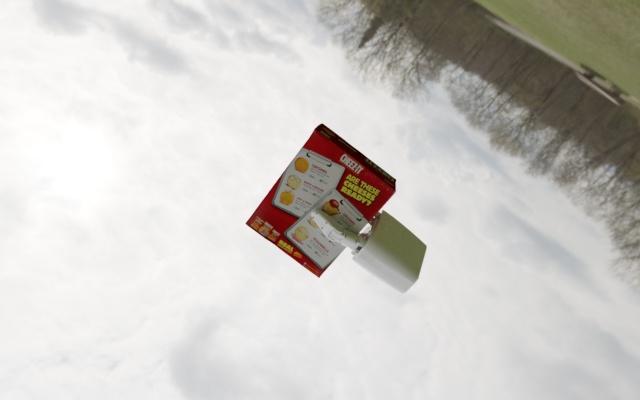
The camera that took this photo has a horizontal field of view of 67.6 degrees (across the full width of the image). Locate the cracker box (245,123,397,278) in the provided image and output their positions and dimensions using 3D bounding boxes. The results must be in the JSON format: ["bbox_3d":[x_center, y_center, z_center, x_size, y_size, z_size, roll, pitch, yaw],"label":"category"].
[{"bbox_3d":[0.000,0.003,0.814,0.164,0.214,0.072,37,23,-5],"label":"cracker box"}]
